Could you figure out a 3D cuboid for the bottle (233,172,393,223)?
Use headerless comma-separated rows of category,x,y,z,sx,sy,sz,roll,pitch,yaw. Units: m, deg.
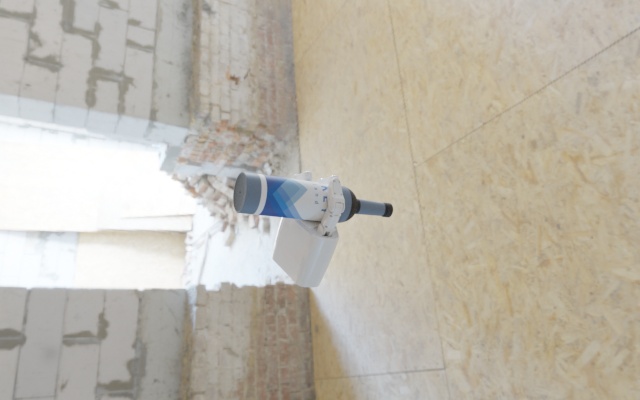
bottle,0.000,0.003,0.829,0.296,0.069,0.069,7,-3,-28
